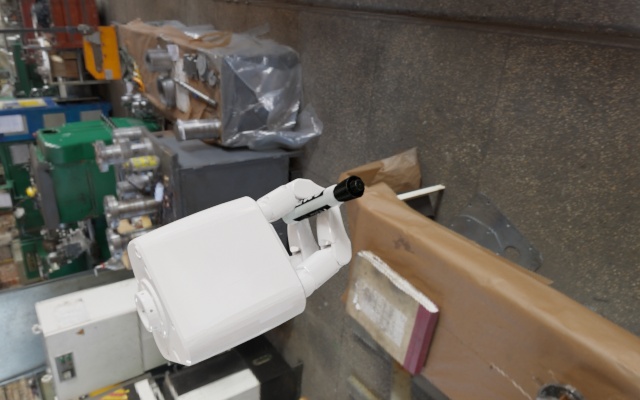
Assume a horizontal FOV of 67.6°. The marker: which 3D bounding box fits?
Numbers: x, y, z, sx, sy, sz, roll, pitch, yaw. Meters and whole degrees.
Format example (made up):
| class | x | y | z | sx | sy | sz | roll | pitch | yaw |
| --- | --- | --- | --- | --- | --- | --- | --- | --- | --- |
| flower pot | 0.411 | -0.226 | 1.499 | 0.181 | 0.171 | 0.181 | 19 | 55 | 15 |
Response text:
| class | x | y | z | sx | sy | sz | roll | pitch | yaw |
| --- | --- | --- | --- | --- | --- | --- | --- | --- | --- |
| marker | 0.000 | 0.001 | 0.426 | 0.020 | 0.020 | 0.121 | 0 | -13 | -32 |
